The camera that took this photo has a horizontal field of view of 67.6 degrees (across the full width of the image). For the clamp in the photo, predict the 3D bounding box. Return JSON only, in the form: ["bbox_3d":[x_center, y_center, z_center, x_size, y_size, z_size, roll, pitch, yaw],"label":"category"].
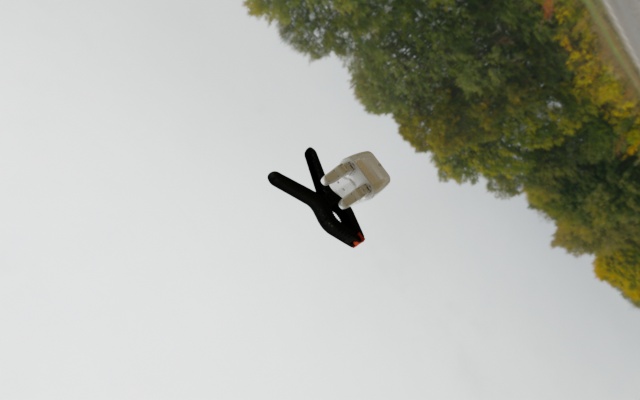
[{"bbox_3d":[0.000,0.004,0.872,0.036,0.210,0.164,-39,-5,34],"label":"clamp"}]
